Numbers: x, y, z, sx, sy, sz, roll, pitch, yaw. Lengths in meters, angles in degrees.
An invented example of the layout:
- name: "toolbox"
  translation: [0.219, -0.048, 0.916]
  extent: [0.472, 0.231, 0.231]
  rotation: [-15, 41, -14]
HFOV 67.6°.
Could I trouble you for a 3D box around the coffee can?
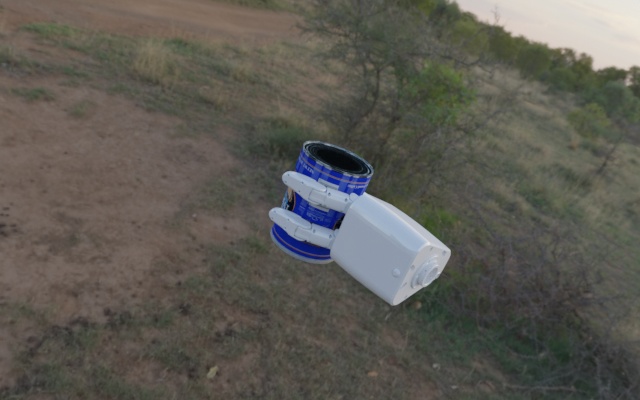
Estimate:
- name: "coffee can"
  translation: [0.000, 0.002, 0.666]
  extent: [0.103, 0.140, 0.102]
  rotation: [19, 23, -8]
